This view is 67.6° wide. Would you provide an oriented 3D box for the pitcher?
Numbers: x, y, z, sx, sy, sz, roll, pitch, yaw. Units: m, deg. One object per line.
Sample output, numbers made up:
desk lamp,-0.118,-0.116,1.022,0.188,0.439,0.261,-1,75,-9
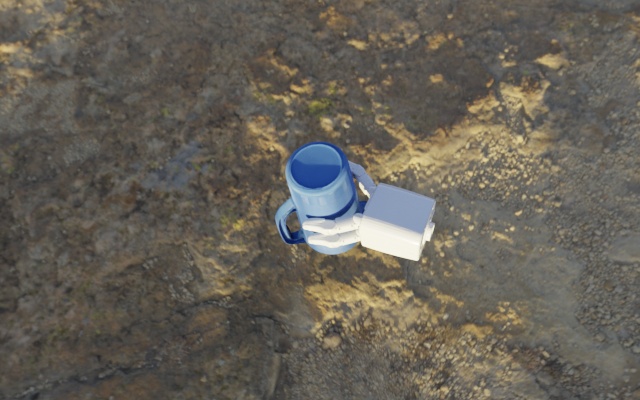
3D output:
pitcher,0.000,0.003,0.892,0.145,0.149,0.243,18,-23,18
